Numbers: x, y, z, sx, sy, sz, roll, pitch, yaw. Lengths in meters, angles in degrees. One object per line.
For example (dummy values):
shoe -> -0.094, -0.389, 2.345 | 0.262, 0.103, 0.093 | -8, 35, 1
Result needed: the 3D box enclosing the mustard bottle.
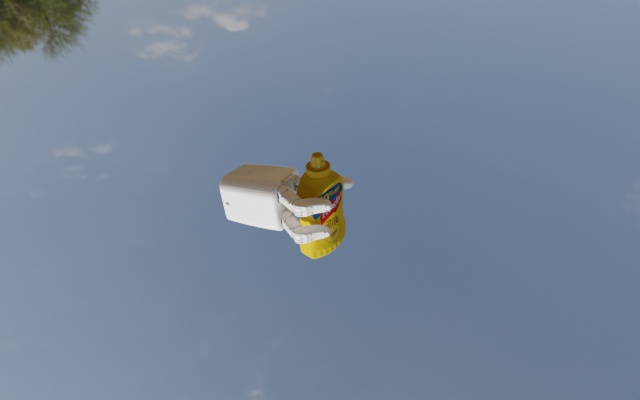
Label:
mustard bottle -> 0.000, 0.003, 0.818 | 0.058, 0.192, 0.096 | 27, 47, 35
